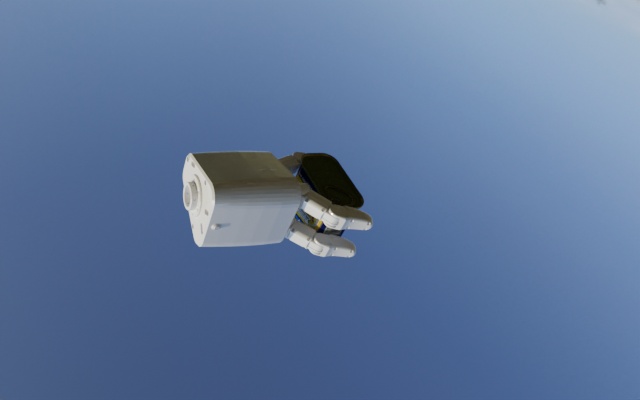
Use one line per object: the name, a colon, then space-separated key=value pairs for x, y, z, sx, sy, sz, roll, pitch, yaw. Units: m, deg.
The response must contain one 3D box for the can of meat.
can of meat: x=0.000 y=0.002 z=0.628 sx=0.057 sy=0.102 sz=0.084 roll=-6 pitch=-41 yaw=-35
